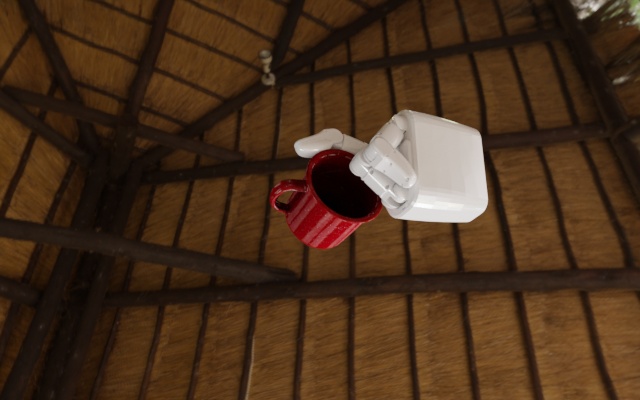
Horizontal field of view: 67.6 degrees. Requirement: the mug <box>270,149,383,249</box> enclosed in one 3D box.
[{"bbox_3d":[-0.001,0.002,0.532,0.117,0.093,0.081,6,-33,-26],"label":"mug"}]
